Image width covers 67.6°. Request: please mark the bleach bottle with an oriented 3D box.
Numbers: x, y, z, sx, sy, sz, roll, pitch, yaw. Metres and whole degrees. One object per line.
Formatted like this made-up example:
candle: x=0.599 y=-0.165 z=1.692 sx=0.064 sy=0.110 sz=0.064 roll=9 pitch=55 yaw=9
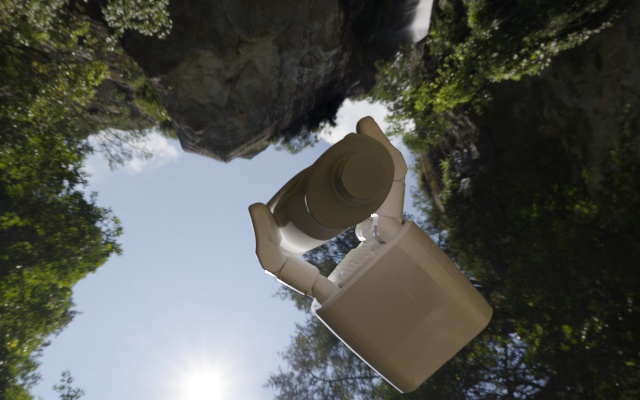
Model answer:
bleach bottle: x=0.000 y=0.001 z=0.403 sx=0.068 sy=0.102 sz=0.251 roll=43 pitch=-10 yaw=-4
